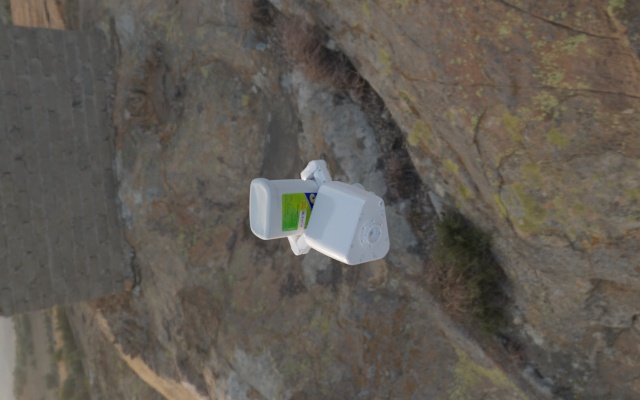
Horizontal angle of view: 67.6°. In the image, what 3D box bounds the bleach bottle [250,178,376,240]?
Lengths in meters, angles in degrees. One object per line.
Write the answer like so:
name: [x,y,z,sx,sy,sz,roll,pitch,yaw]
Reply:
bleach bottle: [0.000,0.003,0.845,0.251,0.102,0.068,-8,19,-36]
